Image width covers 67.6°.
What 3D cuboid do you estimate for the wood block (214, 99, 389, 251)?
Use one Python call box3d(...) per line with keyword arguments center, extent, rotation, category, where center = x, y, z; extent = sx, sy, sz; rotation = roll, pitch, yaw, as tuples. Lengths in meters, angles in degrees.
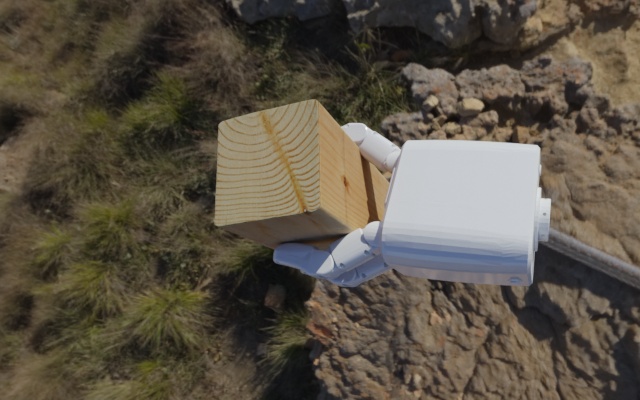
box3d(center=(0.000, 0.001, 0.444), extent=(0.090, 0.090, 0.206), rotation=(-9, -21, 22), category="wood block")
